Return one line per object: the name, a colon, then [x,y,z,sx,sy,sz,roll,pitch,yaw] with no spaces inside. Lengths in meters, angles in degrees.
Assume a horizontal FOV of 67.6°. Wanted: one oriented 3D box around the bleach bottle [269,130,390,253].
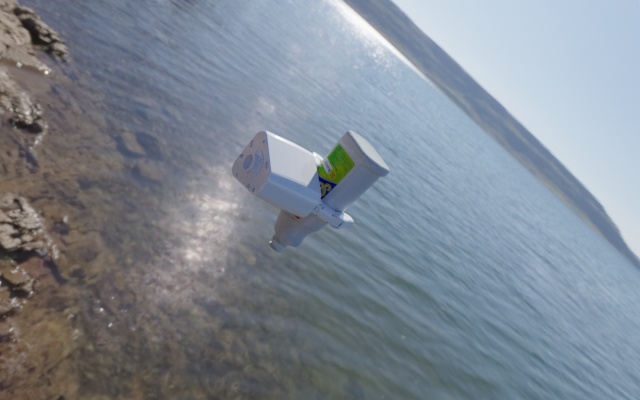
bleach bottle: [0.000,0.003,0.826,0.068,0.251,0.102,25,25,-41]
